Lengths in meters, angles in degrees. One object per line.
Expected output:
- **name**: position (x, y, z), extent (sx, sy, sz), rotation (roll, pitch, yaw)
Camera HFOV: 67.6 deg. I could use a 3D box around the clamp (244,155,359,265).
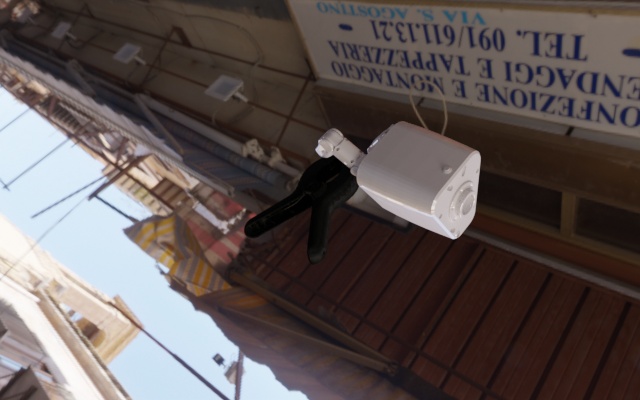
- **clamp**: position (0.000, 0.002, 0.572), extent (0.120, 0.171, 0.039), rotation (30, -21, 37)
